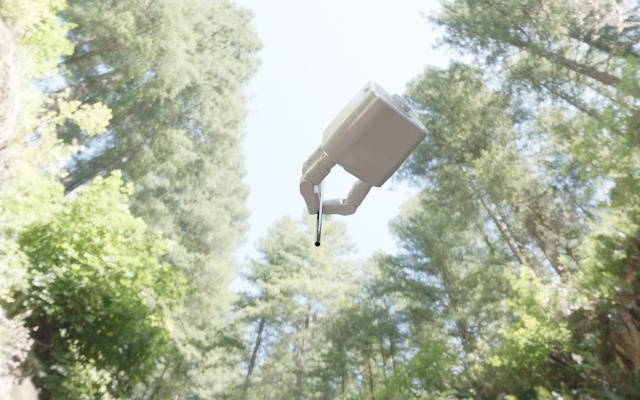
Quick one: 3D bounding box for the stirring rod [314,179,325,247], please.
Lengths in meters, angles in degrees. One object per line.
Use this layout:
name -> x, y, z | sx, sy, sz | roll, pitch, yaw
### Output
stirring rod -> 0.000, 0.002, 0.718 | 0.011, 0.011, 0.239 | 0, 27, 2
